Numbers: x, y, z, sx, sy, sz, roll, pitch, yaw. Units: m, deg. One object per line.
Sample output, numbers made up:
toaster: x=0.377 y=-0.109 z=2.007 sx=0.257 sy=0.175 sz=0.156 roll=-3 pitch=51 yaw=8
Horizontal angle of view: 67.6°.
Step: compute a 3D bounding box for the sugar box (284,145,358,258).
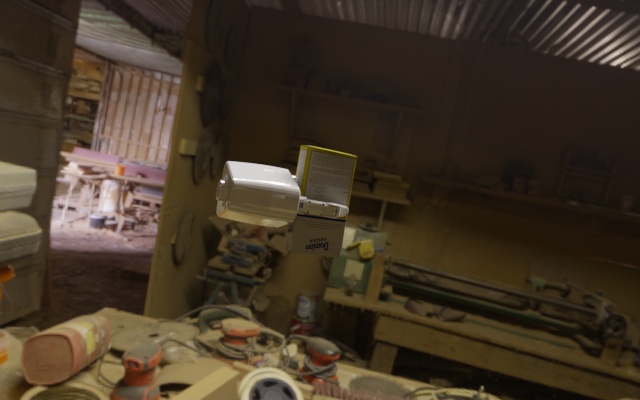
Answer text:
sugar box: x=0.000 y=0.002 z=0.801 sx=0.093 sy=0.176 sz=0.048 roll=9 pitch=5 yaw=-22
